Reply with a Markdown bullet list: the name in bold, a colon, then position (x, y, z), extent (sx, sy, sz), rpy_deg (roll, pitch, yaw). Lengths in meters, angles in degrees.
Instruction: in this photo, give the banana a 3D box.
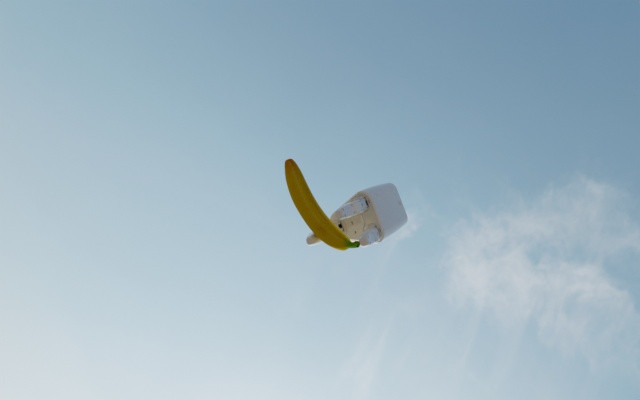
- **banana**: position (-0.006, 0.017, 0.817), extent (0.037, 0.197, 0.070), rpy_deg (-23, -23, -47)
